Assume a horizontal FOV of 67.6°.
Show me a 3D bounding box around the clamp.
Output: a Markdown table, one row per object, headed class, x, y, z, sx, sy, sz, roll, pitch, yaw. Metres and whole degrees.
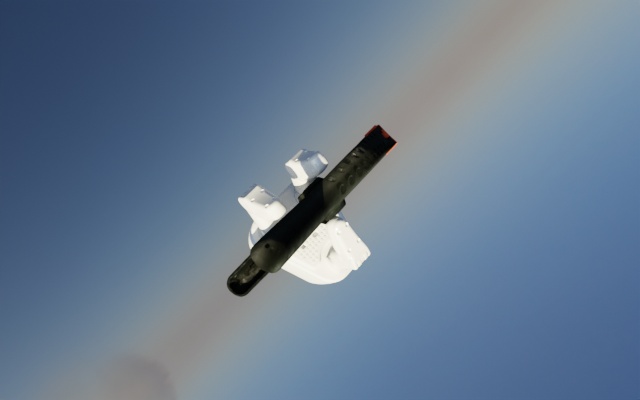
| class | x | y | z | sx | sy | sz | roll | pitch | yaw |
| --- | --- | --- | --- | --- | --- | --- | --- | --- | --- |
| clamp | 0.001 | 0.002 | 0.420 | 0.210 | 0.036 | 0.164 | -46 | 1 | -17 |
